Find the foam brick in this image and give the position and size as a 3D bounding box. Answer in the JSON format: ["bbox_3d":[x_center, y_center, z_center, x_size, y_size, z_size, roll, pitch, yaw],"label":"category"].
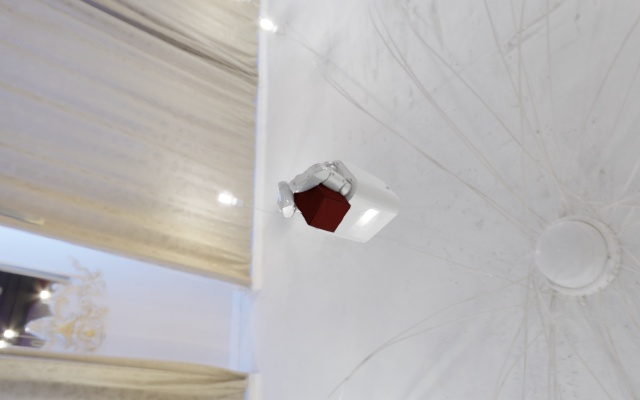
[{"bbox_3d":[0.000,0.003,0.714,0.051,0.053,0.078,21,21,-34],"label":"foam brick"}]
